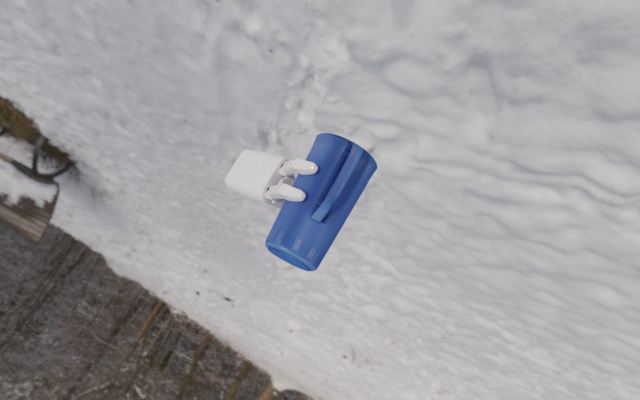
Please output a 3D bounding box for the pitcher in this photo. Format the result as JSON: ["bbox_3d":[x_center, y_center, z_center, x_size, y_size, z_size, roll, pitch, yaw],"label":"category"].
[{"bbox_3d":[0.000,0.003,0.887,0.145,0.242,0.149,18,-19,34],"label":"pitcher"}]
